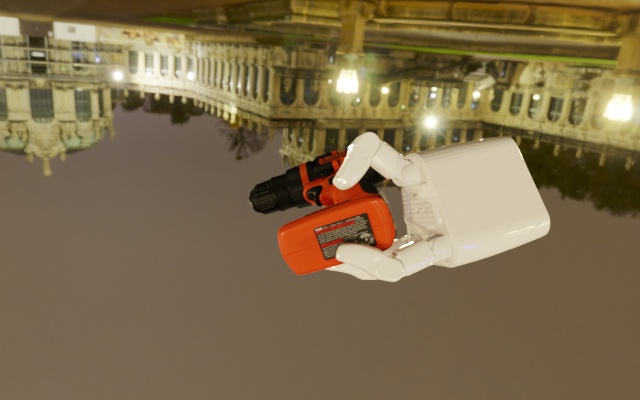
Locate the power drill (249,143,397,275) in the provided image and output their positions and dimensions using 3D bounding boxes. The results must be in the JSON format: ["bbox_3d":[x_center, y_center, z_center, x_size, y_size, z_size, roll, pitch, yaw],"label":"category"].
[{"bbox_3d":[0.000,0.002,0.511,0.184,0.057,0.187,-19,24,9],"label":"power drill"}]
